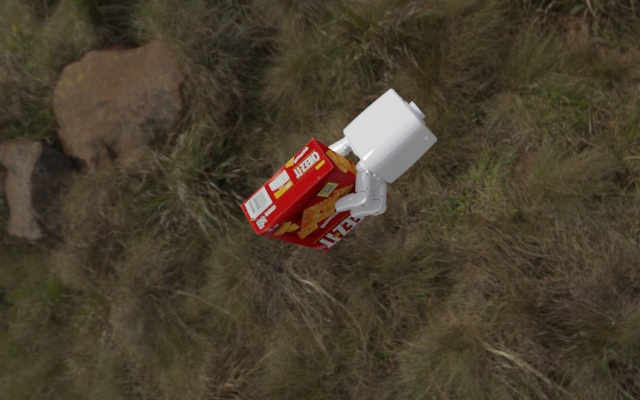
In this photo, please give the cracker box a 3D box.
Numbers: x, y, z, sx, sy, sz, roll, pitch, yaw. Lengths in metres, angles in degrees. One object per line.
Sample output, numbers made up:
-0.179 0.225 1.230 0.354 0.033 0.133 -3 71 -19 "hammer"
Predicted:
0.000 0.002 0.801 0.164 0.072 0.214 -41 -30 16 "cracker box"
